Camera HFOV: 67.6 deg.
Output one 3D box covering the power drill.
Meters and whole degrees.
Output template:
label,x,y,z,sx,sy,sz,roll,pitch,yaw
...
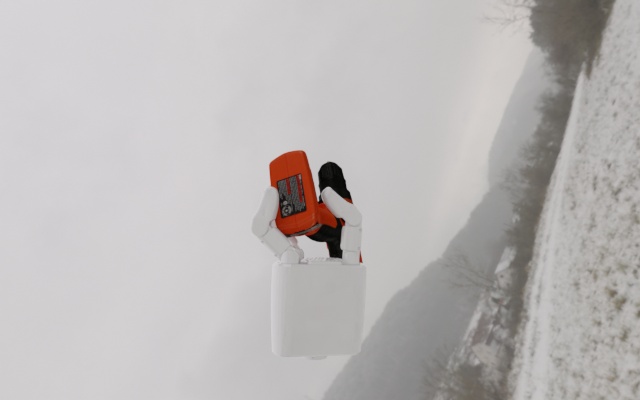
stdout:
label,x,y,z,sx,sy,sz,roll,pitch,yaw
power drill,0.000,0.002,0.657,0.057,0.184,0.188,-21,-26,19
